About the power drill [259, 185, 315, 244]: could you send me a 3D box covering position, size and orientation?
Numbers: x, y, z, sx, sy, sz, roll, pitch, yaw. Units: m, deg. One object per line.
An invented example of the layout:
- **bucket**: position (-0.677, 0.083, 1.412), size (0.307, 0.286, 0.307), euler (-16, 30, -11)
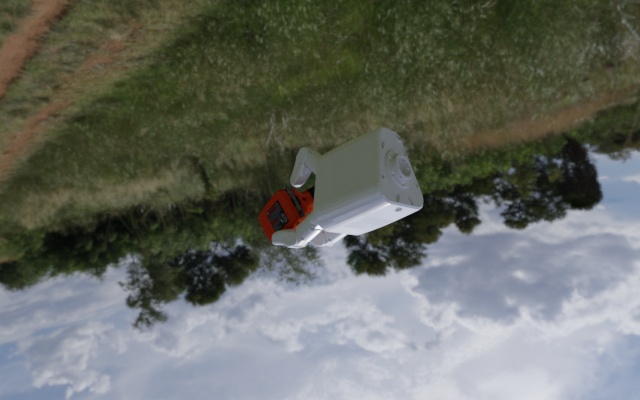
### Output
- **power drill**: position (0.000, 0.003, 0.743), size (0.187, 0.057, 0.184), euler (-24, -14, -33)
